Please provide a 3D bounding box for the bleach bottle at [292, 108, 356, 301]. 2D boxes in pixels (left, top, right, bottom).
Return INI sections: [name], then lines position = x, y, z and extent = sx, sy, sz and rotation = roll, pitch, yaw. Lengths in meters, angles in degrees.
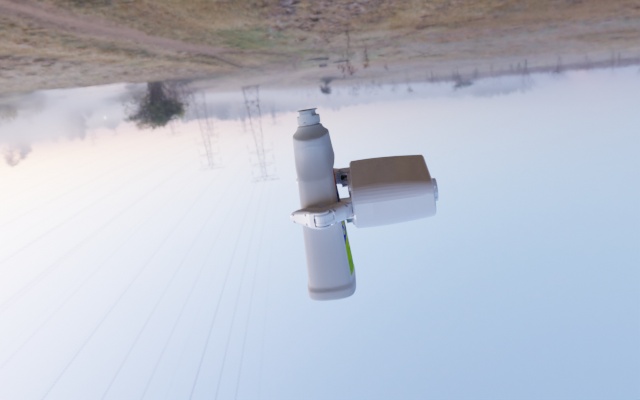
[bleach bottle]
position = 0.000, 0.002, 0.654
extent = 0.068, 0.251, 0.102
rotation = -7, 14, 6
